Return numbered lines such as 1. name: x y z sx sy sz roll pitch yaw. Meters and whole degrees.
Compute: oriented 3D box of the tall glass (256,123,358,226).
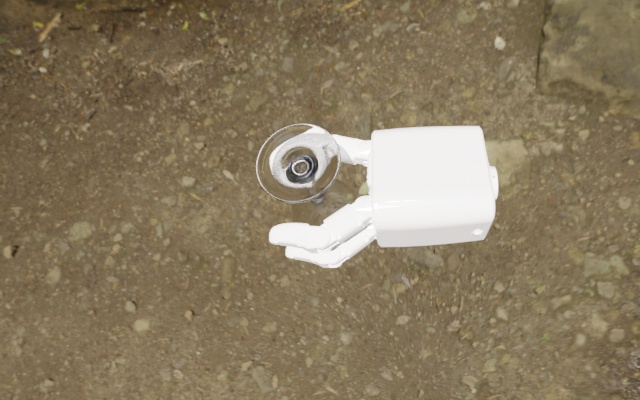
1. tall glass: 0.000 0.001 0.496 0.079 0.079 0.201 0 -20 12
